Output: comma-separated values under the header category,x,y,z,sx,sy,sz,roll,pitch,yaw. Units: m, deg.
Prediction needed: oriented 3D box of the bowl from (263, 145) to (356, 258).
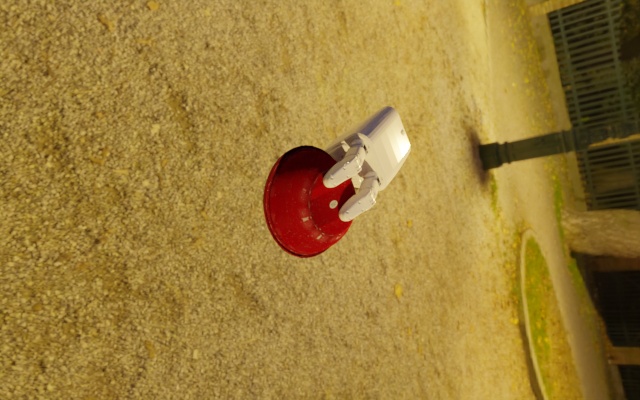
category,x,y,z,sx,sy,sz,roll,pitch,yaw
bowl,0.000,0.003,0.666,0.162,0.162,0.055,0,1,-43
